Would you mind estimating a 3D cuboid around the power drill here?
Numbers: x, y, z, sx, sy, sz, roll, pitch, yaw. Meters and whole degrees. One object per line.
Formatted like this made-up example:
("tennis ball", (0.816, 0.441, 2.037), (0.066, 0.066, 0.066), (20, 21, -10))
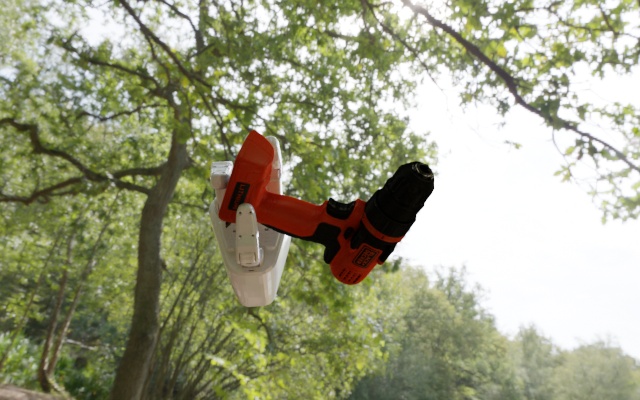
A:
("power drill", (0.000, 0.002, 0.489), (0.187, 0.057, 0.184), (25, -47, -6))
